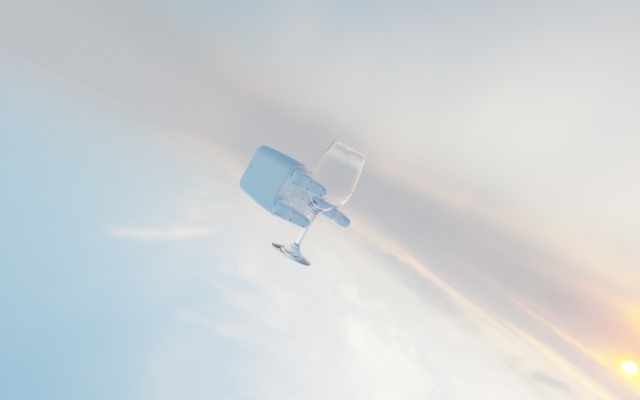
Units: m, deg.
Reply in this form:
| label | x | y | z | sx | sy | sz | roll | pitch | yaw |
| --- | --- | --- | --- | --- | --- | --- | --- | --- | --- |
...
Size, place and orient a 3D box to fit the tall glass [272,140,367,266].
| label | x | y | z | sx | sy | sz | roll | pitch | yaw |
| --- | --- | --- | --- | --- | --- | --- | --- | --- | --- |
| tall glass | 0.000 | 0.003 | 0.784 | 0.079 | 0.201 | 0.079 | 30 | 4 | -2 |
